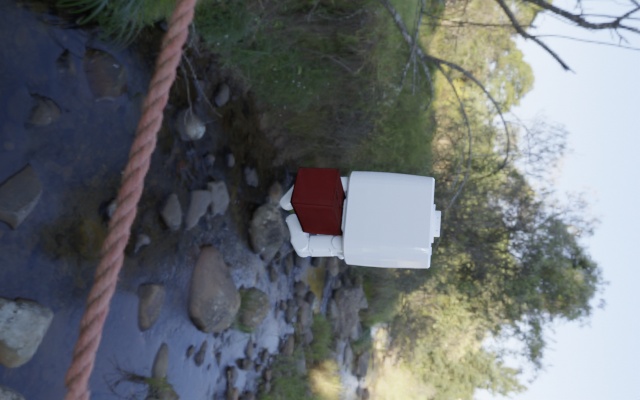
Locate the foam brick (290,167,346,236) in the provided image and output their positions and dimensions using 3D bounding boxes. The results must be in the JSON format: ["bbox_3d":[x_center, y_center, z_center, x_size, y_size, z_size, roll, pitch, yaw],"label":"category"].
[{"bbox_3d":[0.000,0.002,0.585,0.051,0.053,0.078,4,-29,14],"label":"foam brick"}]
